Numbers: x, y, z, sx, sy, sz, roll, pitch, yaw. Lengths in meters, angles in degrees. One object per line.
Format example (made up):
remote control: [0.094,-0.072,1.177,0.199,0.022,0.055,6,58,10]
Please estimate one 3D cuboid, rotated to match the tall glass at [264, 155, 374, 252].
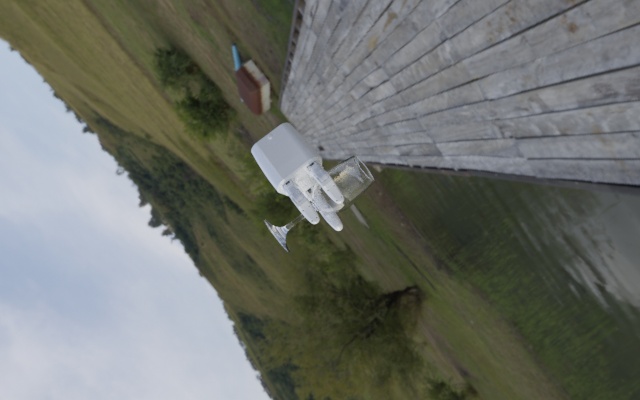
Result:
tall glass: [0.000,0.003,0.861,0.201,0.079,0.079,-37,1,-2]
